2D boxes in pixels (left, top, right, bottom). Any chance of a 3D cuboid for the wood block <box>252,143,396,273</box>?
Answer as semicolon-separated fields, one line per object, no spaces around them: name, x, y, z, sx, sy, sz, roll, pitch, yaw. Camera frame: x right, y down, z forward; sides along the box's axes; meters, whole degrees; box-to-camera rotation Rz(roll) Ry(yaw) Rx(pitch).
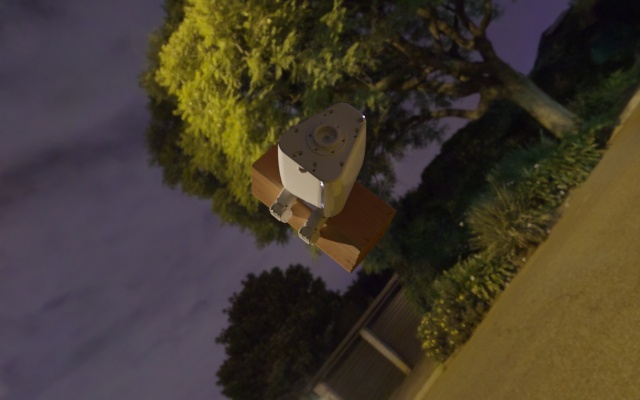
wood block;0.000;0.002;0.735;0.206;0.090;0.090;38;-28;14
